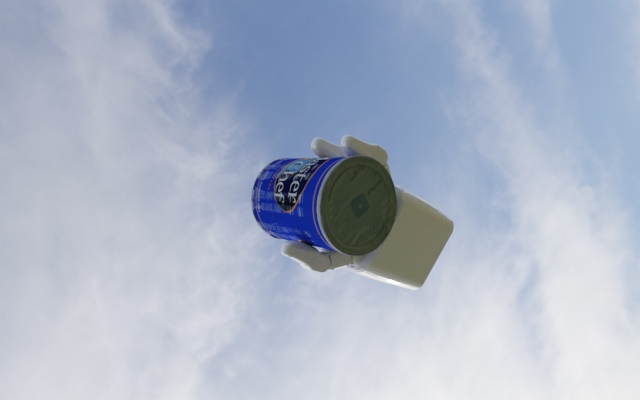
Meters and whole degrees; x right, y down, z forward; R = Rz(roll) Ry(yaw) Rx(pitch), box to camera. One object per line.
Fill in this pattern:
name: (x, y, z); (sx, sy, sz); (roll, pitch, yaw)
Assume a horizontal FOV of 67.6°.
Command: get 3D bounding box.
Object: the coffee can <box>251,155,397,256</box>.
coffee can: (0.000, 0.002, 0.538); (0.103, 0.103, 0.140); (0, 3, -36)
